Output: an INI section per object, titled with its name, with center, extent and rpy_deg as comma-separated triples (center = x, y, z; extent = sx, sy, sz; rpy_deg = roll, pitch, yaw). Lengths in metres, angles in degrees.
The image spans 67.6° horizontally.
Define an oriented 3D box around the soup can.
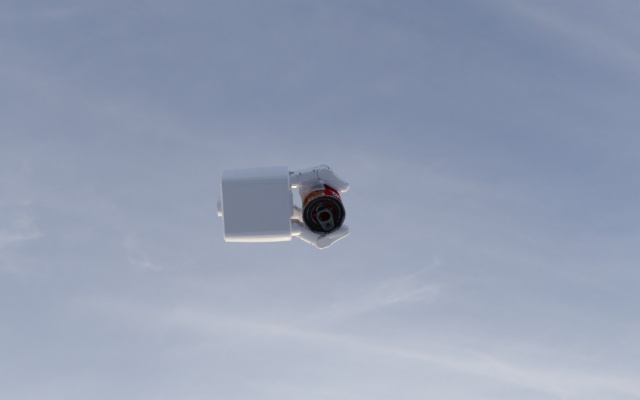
[soup can]
center = 0.001, 0.002, 0.782
extent = 0.068, 0.068, 0.102
rpy_deg = 0, 24, -7
